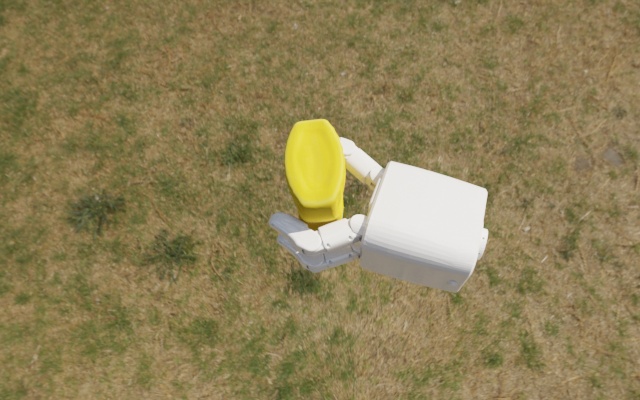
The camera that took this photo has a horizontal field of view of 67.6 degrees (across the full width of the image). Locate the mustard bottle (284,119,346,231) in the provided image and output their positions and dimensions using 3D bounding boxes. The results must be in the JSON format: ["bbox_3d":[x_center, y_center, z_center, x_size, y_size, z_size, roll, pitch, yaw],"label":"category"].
[{"bbox_3d":[0.000,0.002,0.527,0.058,0.096,0.192,-7,-25,1],"label":"mustard bottle"}]
